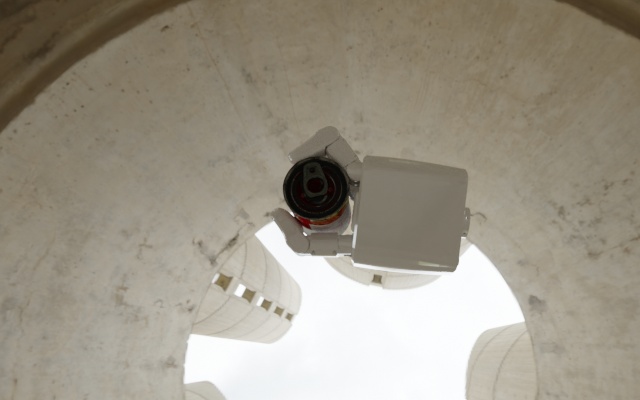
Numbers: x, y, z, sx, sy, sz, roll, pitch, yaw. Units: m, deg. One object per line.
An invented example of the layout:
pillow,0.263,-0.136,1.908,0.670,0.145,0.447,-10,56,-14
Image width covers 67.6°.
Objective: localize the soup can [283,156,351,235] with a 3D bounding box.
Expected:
soup can,0.000,0.002,0.527,0.068,0.068,0.102,0,-18,6
